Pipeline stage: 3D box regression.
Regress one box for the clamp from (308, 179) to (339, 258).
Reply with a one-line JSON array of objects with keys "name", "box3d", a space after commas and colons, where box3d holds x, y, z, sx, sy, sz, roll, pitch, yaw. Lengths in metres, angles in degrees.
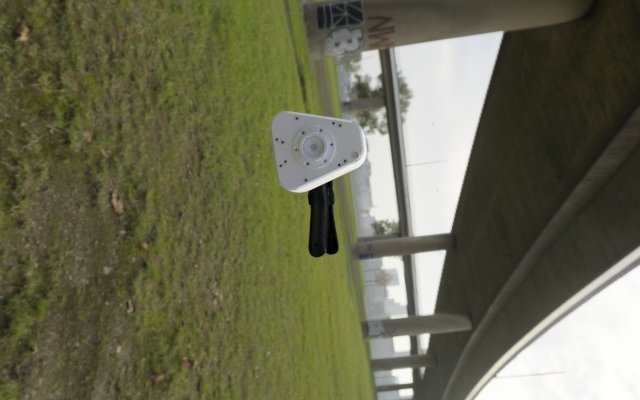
[{"name": "clamp", "box3d": [0.001, 0.002, 0.682, 0.039, 0.171, 0.120, -7, 3, 5]}]
